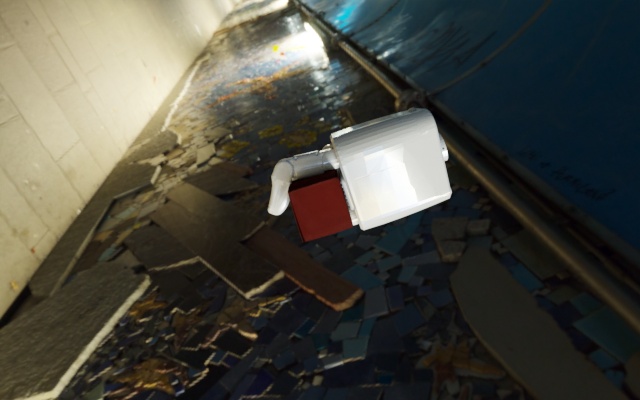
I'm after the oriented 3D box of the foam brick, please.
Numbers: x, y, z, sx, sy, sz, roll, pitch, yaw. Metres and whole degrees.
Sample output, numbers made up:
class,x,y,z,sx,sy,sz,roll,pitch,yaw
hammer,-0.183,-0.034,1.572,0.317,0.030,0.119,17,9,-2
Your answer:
class,x,y,z,sx,sy,sz,roll,pitch,yaw
foam brick,0.000,0.002,0.484,0.051,0.053,0.078,-16,11,3
